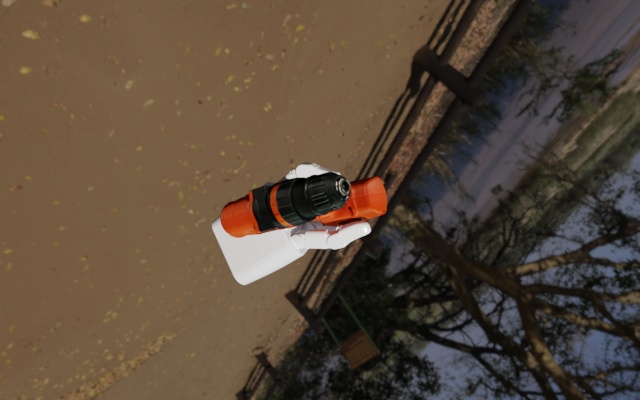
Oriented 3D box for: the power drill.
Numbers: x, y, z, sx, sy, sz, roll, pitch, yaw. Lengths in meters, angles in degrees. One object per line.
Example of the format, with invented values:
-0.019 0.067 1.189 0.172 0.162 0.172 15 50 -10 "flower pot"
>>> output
0.000 0.002 0.580 0.184 0.057 0.187 -14 -7 40 "power drill"
